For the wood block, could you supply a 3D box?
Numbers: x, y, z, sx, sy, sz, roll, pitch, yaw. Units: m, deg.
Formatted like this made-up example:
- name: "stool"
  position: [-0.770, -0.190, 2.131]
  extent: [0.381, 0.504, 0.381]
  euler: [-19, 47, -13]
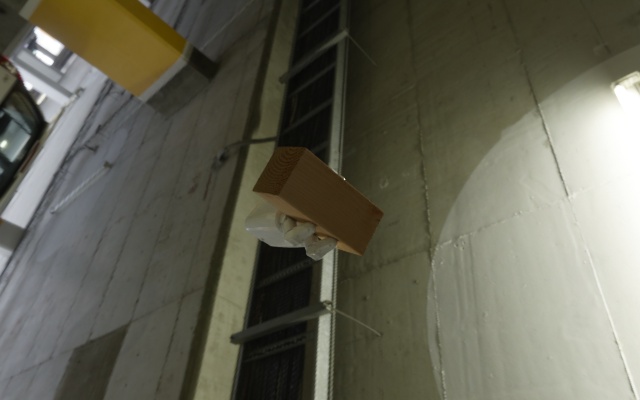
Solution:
- name: "wood block"
  position: [0.000, 0.002, 0.819]
  extent: [0.206, 0.091, 0.090]
  euler: [37, -16, -34]
